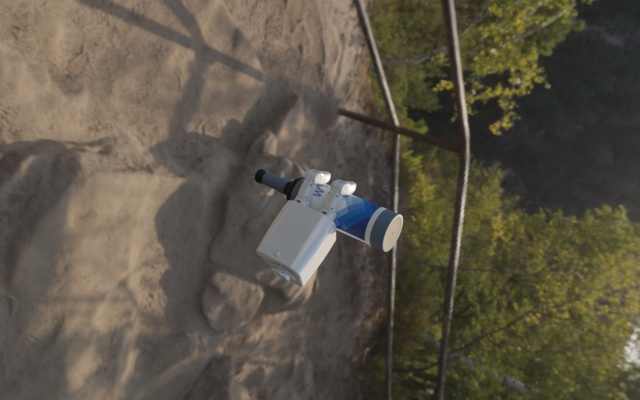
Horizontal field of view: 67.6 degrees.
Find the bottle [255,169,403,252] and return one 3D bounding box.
[{"bbox_3d":[0.000,0.003,0.850,0.295,0.069,0.069,23,12,29],"label":"bottle"}]
